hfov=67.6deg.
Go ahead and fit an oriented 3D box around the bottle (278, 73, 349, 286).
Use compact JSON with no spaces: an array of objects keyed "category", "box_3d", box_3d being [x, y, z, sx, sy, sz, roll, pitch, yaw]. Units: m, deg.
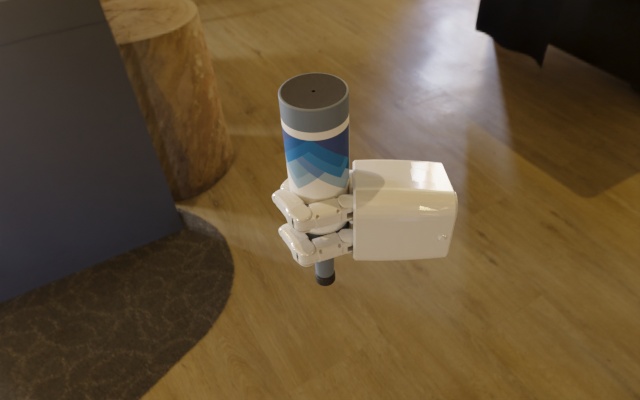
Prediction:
[{"category":"bottle","box_3d":[0.000,0.002,0.548,0.069,0.296,0.069,-2,45,2]}]
